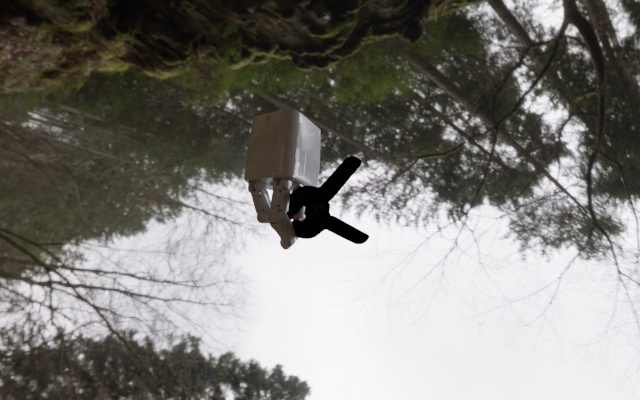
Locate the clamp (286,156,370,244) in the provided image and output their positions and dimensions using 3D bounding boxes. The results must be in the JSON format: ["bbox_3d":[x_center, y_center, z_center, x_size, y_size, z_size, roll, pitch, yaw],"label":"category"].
[{"bbox_3d":[0.000,0.002,0.691,0.171,0.120,0.039,-3,-13,40],"label":"clamp"}]
